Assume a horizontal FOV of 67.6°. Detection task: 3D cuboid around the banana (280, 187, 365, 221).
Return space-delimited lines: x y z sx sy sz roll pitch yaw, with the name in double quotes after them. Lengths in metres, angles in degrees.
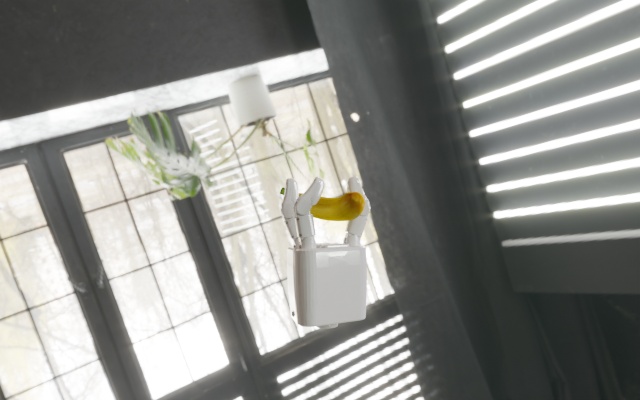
0.013 0.008 0.704 0.070 0.037 0.198 22 -11 -34 "banana"
